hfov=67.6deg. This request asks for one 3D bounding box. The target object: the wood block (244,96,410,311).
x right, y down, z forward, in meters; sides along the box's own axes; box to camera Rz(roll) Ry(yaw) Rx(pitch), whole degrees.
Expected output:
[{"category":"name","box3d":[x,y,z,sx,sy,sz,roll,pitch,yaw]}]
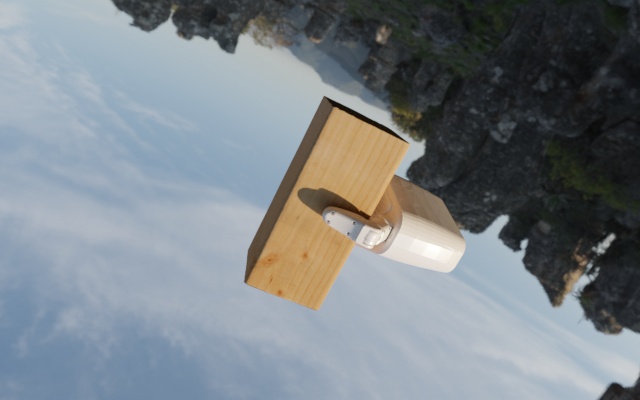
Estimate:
[{"category":"wood block","box3d":[0.000,0.002,0.525,0.090,0.206,0.090,24,14,-14]}]
